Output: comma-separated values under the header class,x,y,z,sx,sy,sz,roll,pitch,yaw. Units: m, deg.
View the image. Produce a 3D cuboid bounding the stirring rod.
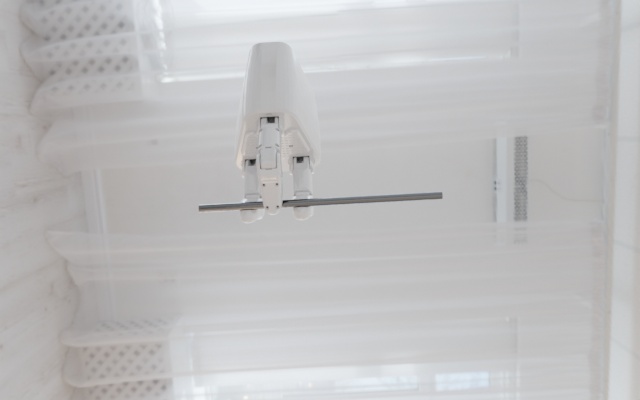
class,x,y,z,sx,sy,sz,roll,pitch,yaw
stirring rod,0.000,0.001,0.474,0.239,0.011,0.011,-3,0,0
